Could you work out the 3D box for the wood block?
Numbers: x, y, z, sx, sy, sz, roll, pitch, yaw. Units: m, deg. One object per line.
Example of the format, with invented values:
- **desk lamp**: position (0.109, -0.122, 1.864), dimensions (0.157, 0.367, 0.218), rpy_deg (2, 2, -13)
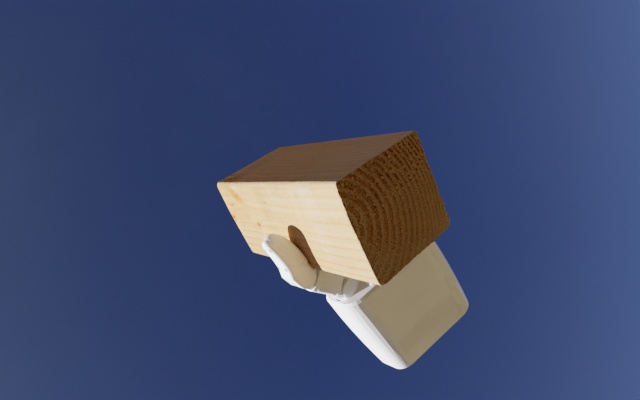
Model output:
- **wood block**: position (0.000, 0.002, 0.441), dimensions (0.090, 0.090, 0.206), rpy_deg (-35, 20, -29)
